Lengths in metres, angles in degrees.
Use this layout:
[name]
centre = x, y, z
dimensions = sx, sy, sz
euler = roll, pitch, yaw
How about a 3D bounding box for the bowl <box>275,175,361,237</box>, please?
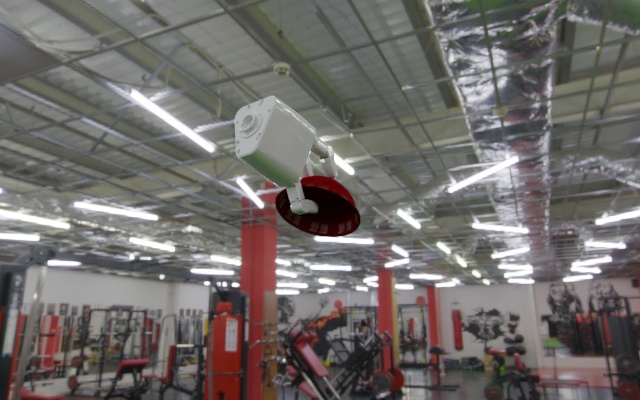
[bowl]
centre = 0.001, 0.003, 0.889
dimensions = 0.162, 0.055, 0.162
euler = 11, -35, 8
